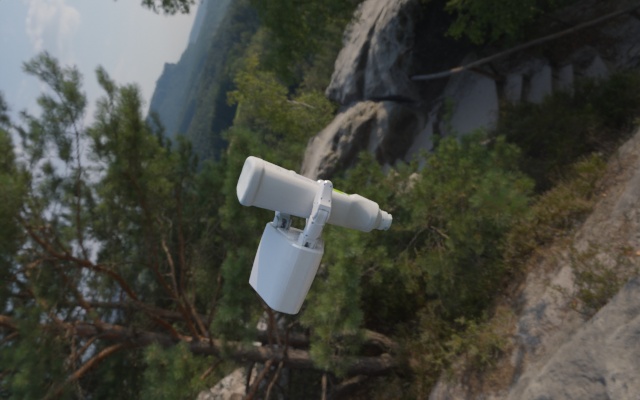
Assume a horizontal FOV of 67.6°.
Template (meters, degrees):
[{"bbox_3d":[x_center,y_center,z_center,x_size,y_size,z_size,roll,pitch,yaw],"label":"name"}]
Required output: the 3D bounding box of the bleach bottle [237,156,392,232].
[{"bbox_3d":[0.000,0.002,0.746,0.251,0.068,0.102,18,9,-18],"label":"bleach bottle"}]
